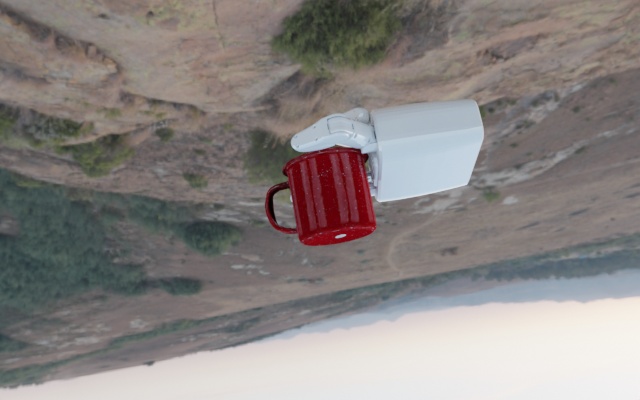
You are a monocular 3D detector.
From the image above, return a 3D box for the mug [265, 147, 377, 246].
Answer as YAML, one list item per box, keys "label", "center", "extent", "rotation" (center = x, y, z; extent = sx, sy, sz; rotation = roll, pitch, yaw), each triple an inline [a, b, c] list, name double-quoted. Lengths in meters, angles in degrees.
- label: "mug"
  center: [-0.001, 0.002, 0.497]
  extent: [0.117, 0.081, 0.093]
  rotation: [-10, -14, 2]
